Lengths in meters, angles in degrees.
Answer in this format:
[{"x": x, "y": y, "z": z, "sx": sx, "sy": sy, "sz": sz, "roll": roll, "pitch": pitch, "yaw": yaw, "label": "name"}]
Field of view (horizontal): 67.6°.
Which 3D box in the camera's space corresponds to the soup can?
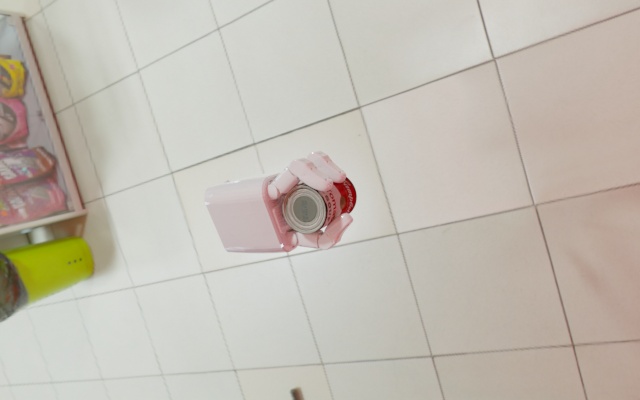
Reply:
[{"x": 0.000, "y": 0.002, "z": 0.659, "sx": 0.068, "sy": 0.068, "sz": 0.102, "roll": 0, "pitch": 11, "yaw": 27, "label": "soup can"}]
